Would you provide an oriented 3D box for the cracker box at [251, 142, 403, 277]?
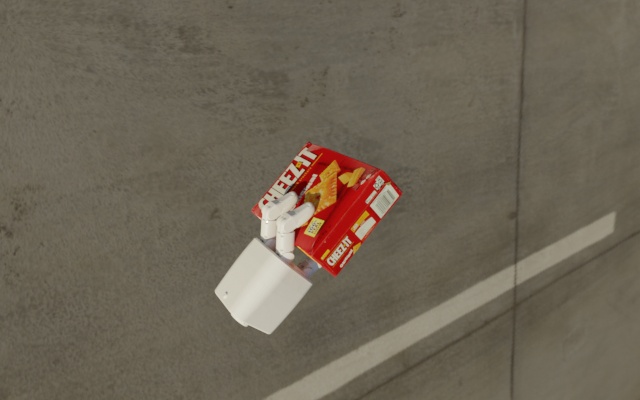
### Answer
[{"bbox_3d":[0.000,0.003,0.767,0.072,0.164,0.213,45,-9,-36],"label":"cracker box"}]
